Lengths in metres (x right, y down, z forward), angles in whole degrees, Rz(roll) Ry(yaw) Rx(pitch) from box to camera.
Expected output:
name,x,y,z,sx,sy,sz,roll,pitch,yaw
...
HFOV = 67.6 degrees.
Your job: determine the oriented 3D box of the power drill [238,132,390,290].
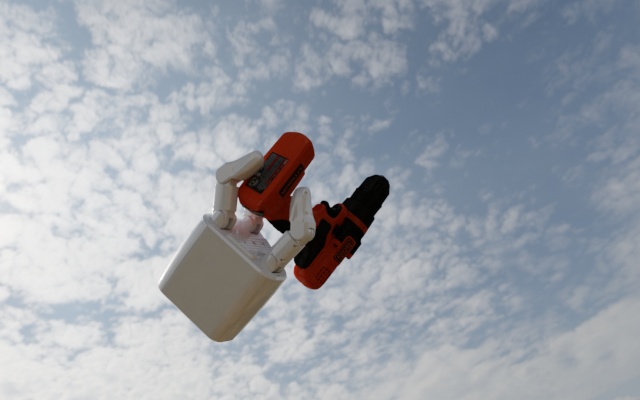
name,x,y,z,sx,sy,sz,roll,pitch,yaw
power drill,0.000,0.002,0.598,0.057,0.184,0.188,24,-18,46
